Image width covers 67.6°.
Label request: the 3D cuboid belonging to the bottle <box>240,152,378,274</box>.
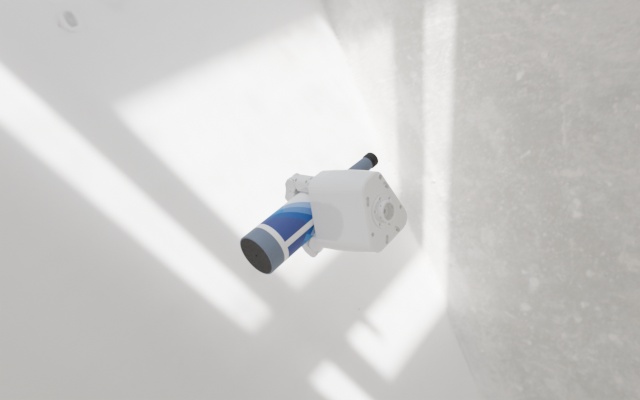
[{"bbox_3d":[0.000,0.003,0.767,0.069,0.069,0.295,0,32,48],"label":"bottle"}]
